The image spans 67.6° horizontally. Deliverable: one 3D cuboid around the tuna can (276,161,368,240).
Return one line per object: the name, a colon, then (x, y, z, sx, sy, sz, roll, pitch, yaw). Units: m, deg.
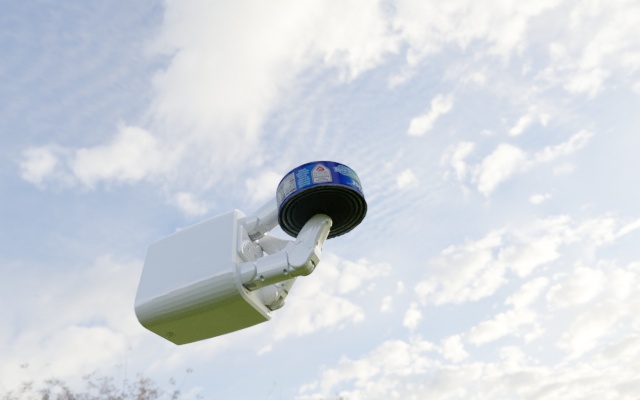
tuna can: (0.000, 0.001, 0.460, 0.086, 0.033, 0.086, -6, -38, -5)
